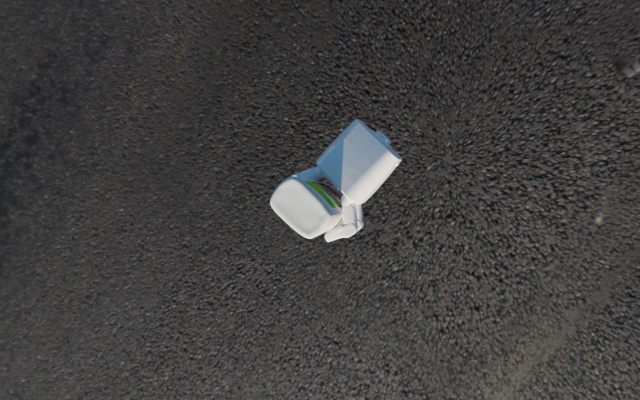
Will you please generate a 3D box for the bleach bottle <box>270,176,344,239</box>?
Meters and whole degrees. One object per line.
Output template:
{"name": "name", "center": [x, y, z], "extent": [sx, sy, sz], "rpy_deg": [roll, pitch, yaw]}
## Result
{"name": "bleach bottle", "center": [0.000, 0.003, 0.854], "extent": [0.102, 0.068, 0.251], "rpy_deg": [44, 13, 7]}
